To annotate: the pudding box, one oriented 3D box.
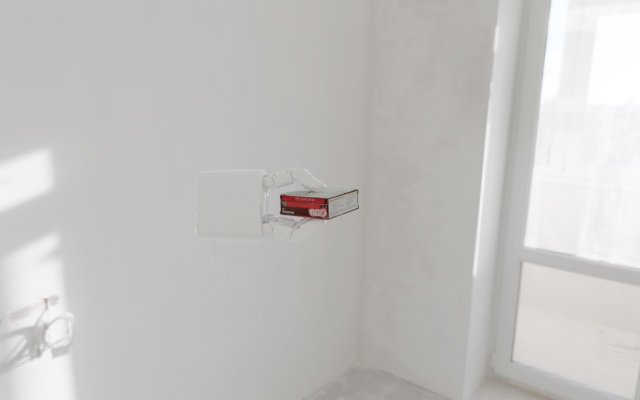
[{"bbox_3d":[0.000,0.002,0.782,0.090,0.039,0.113,6,13,29],"label":"pudding box"}]
